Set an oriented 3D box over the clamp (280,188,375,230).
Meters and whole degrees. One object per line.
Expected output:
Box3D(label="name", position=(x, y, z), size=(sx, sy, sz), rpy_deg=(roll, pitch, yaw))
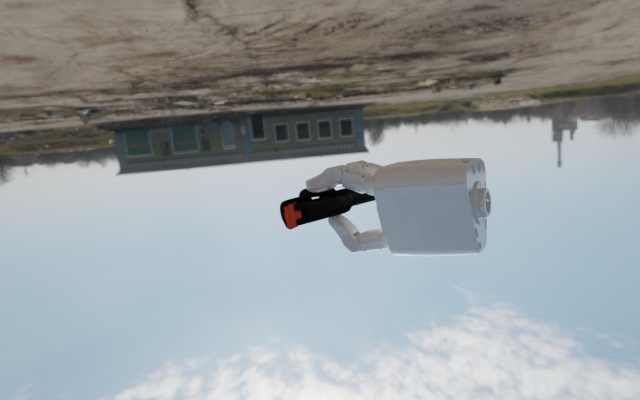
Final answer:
Box3D(label="clamp", position=(0.000, 0.003, 0.639), size=(0.164, 0.036, 0.210), rpy_deg=(-7, 7, 32))
